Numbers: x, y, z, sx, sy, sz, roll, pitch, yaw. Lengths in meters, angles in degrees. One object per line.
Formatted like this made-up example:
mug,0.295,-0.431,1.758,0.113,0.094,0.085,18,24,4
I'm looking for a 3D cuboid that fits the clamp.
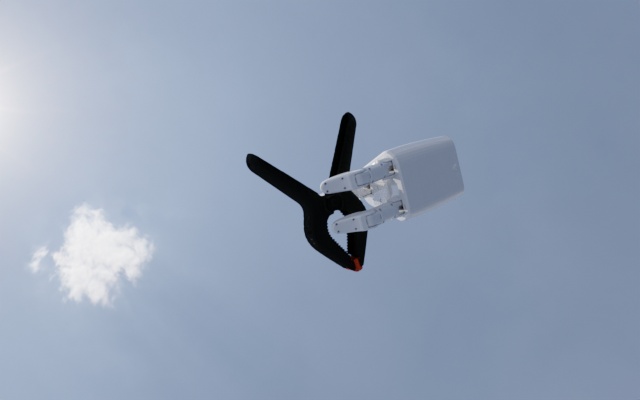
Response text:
clamp,0.000,0.003,0.634,0.164,0.210,0.036,-19,8,-23
